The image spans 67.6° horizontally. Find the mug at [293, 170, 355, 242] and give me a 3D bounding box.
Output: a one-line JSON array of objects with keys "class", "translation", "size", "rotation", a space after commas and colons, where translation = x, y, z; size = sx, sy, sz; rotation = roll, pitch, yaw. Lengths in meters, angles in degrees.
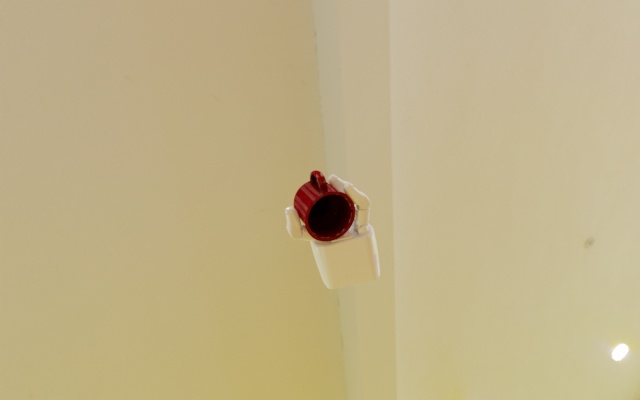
[{"class": "mug", "translation": [0.000, 0.001, 0.832], "size": [0.093, 0.117, 0.081], "rotation": [-19, 28, -15]}]
